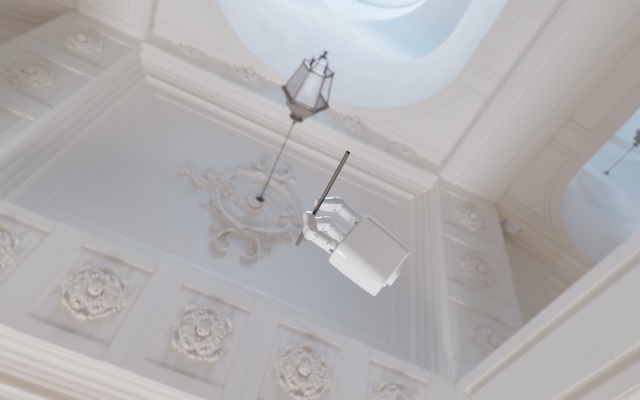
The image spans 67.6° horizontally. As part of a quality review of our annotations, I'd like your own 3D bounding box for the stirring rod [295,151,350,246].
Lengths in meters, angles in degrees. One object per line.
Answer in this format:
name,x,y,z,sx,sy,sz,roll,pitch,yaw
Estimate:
stirring rod,0.000,0.003,0.877,0.011,0.011,0.240,0,-44,-33
